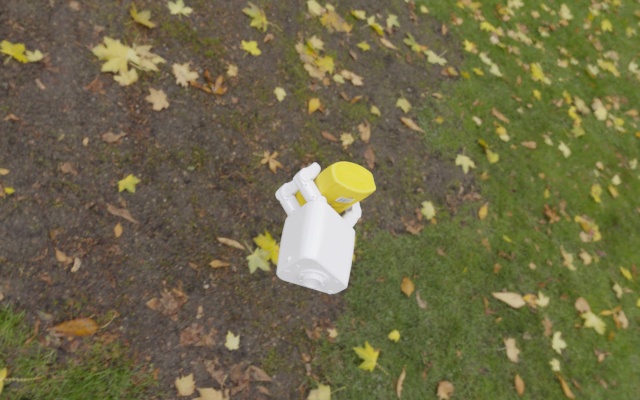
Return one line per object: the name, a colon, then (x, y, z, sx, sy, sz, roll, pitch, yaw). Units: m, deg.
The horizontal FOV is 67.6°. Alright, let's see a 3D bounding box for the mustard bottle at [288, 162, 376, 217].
mustard bottle: (0.000, 0.002, 0.838, 0.096, 0.058, 0.192, 7, -30, -39)
